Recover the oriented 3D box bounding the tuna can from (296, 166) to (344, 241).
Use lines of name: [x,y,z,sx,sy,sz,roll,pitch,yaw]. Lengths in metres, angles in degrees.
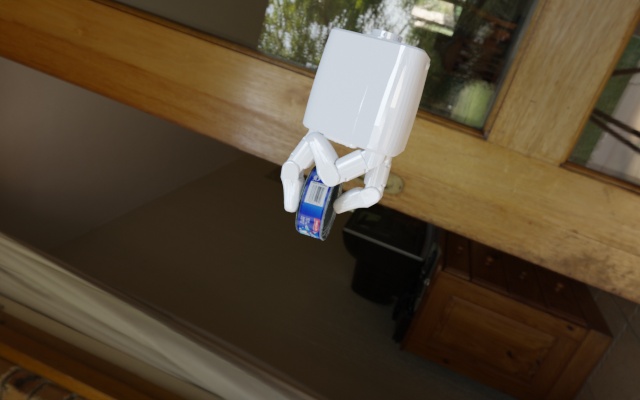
tuna can: [0.000,0.002,0.568,0.034,0.086,0.086,16,3,10]
